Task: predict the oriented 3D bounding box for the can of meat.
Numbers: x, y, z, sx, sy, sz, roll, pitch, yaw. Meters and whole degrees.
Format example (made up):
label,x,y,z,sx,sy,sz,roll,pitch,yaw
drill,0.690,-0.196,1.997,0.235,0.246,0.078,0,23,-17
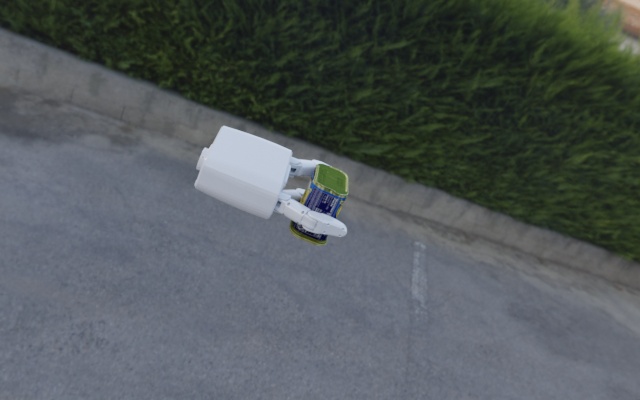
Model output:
label,x,y,z,sx,sy,sz,roll,pitch,yaw
can of meat,0.000,0.002,0.683,0.057,0.084,0.102,23,22,-6
